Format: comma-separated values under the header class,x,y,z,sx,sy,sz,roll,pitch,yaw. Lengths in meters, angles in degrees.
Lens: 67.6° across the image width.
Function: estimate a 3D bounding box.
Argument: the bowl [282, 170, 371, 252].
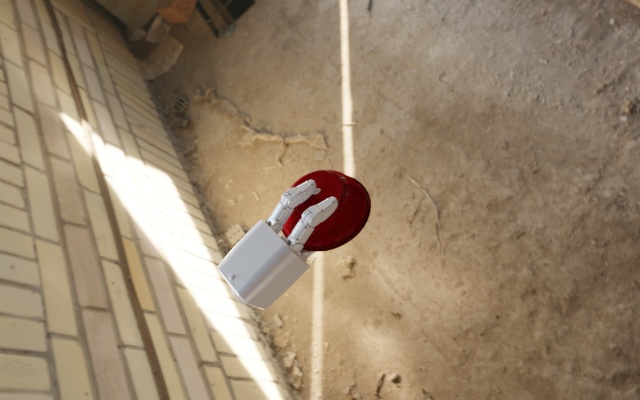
class,x,y,z,sx,sy,sz,roll,pitch,yaw
bowl,0.001,0.001,0.793,0.162,0.162,0.055,0,-36,19
